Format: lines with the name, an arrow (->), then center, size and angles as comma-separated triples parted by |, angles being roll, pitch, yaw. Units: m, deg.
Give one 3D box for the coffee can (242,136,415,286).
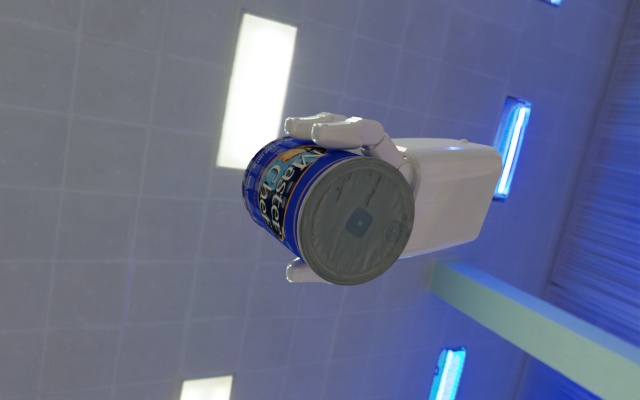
coffee can -> 0.000, 0.002, 0.425 | 0.103, 0.103, 0.140 | 0, 14, -27
